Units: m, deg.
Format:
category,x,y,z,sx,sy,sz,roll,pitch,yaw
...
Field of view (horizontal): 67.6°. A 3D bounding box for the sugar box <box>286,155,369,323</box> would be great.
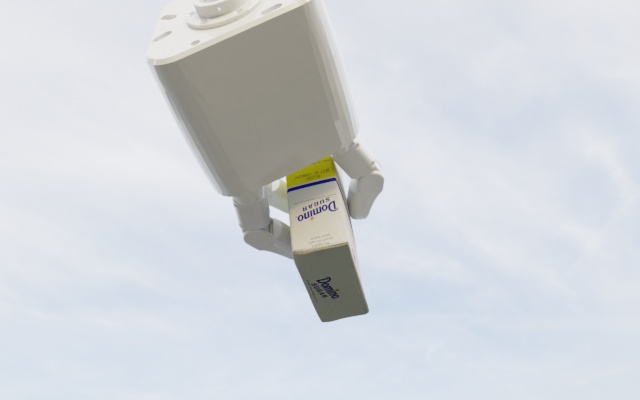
category,x,y,z,sx,sy,sz,roll,pitch,yaw
sugar box,-0.001,0.001,0.402,0.048,0.176,0.093,-12,-46,7
